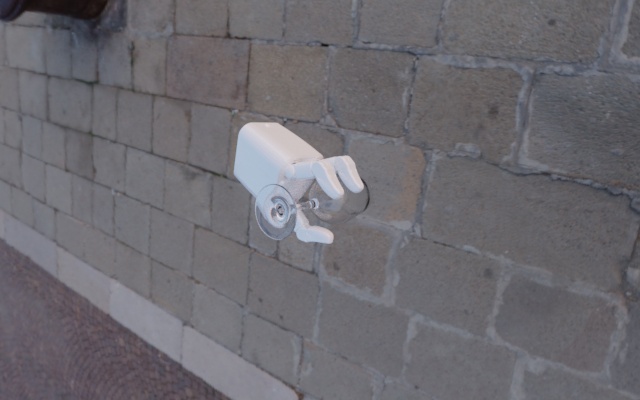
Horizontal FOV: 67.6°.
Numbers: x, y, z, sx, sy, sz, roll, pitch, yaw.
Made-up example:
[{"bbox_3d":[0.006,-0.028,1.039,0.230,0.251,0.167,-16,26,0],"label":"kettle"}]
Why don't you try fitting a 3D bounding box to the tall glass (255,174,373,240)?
[{"bbox_3d":[0.000,0.003,0.703,0.079,0.079,0.201,0,7,38],"label":"tall glass"}]
